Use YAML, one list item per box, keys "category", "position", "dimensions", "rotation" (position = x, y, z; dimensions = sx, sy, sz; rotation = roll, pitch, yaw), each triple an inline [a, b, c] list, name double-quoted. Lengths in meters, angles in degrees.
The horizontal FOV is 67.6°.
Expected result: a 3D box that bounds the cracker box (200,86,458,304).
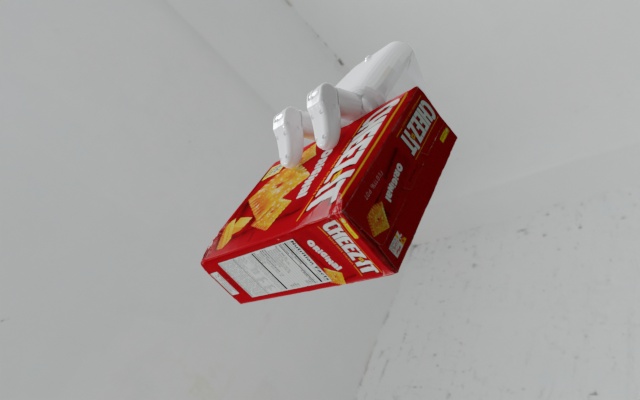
- category: "cracker box"
  position: [0.000, 0.002, 0.443]
  dimensions: [0.214, 0.072, 0.164]
  rotation: [-23, 27, 47]
